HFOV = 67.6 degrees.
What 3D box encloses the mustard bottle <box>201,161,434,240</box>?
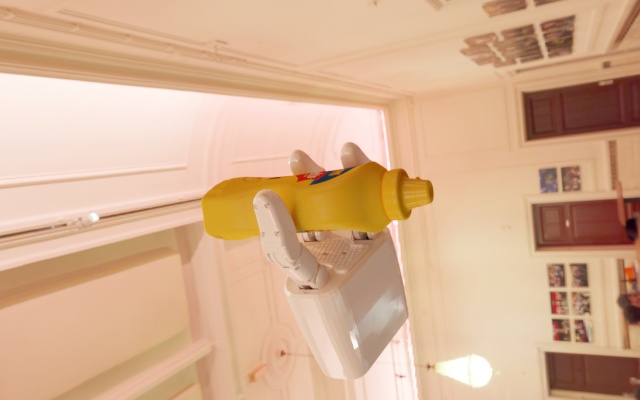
[{"bbox_3d":[0.000,0.001,0.408,0.191,0.058,0.096,-5,4,28],"label":"mustard bottle"}]
